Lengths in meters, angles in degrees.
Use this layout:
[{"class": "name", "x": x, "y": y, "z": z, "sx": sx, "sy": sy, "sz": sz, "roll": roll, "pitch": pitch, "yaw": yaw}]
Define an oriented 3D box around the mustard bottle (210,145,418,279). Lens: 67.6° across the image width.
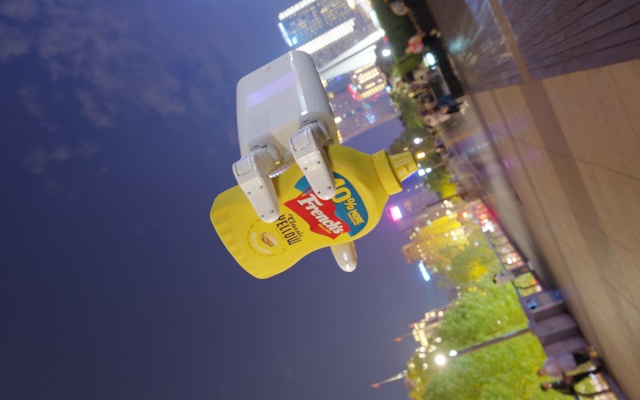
[{"class": "mustard bottle", "x": 0.000, "y": 0.002, "z": 0.451, "sx": 0.191, "sy": 0.096, "sz": 0.058, "roll": -24, "pitch": 26, "yaw": 14}]
